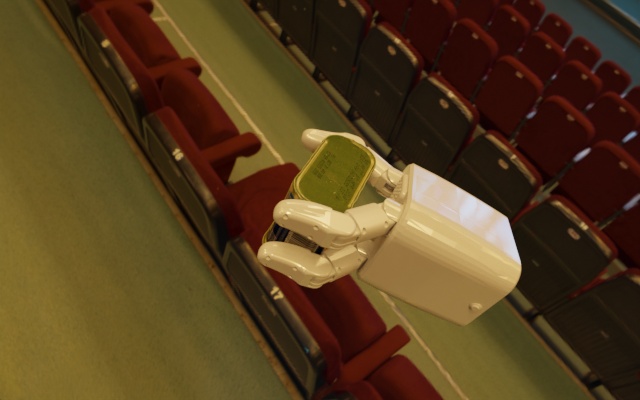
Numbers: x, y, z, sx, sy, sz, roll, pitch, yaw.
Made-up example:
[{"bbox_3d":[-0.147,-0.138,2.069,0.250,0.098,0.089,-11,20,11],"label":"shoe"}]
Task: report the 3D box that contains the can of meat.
[{"bbox_3d":[0.000,0.001,0.421,0.057,0.102,0.084,31,-44,1],"label":"can of meat"}]
